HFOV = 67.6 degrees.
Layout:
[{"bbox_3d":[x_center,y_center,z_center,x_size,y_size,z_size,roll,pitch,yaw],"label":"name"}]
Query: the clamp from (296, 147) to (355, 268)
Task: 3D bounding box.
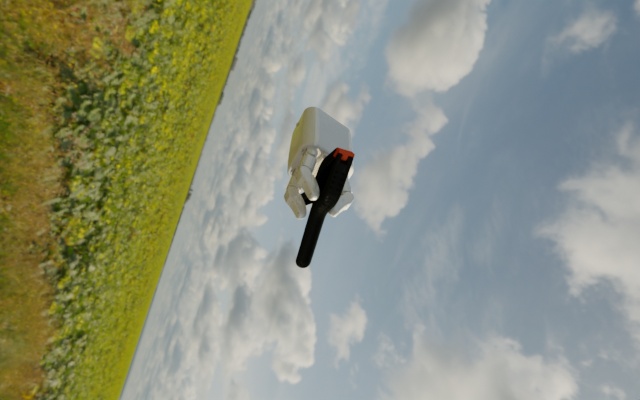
[{"bbox_3d":[0.001,0.002,0.794,0.036,0.164,0.210,14,-41,-18],"label":"clamp"}]
